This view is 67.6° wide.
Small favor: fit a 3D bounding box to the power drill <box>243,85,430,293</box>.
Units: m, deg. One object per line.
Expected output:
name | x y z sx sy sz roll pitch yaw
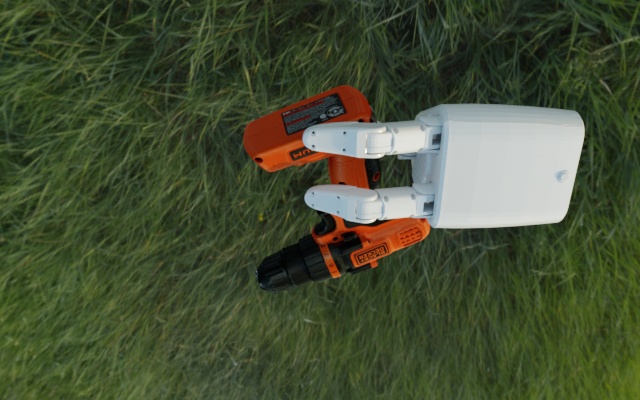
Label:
power drill | 0.000 0.001 0.441 0.184 0.188 0.057 -23 43 1
